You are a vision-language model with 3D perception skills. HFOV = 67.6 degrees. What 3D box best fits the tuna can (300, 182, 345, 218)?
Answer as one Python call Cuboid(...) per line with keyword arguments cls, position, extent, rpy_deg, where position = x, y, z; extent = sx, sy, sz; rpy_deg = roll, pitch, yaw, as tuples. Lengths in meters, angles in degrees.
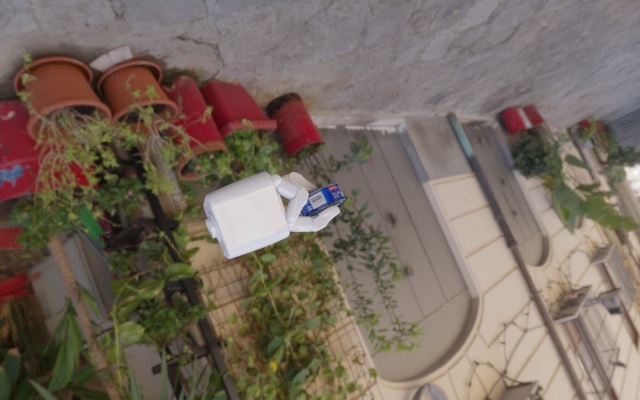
Cuboid(cls="tuna can", position=(0.000, 0.003, 0.845), extent=(0.086, 0.033, 0.086), rpy_deg=(-27, -7, -4))
